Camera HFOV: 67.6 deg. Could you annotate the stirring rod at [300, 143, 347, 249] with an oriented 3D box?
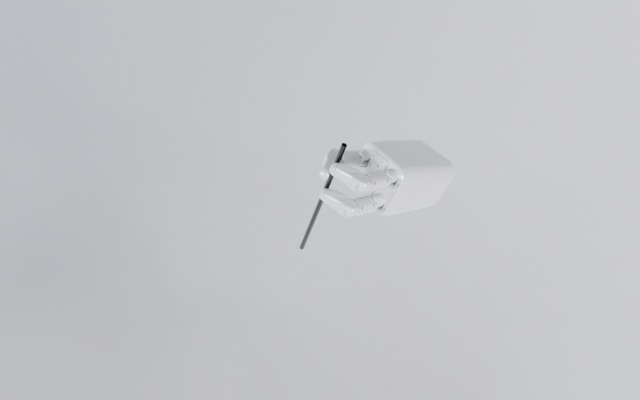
[{"bbox_3d":[0.000,0.002,0.739,0.011,0.011,0.240,0,-41,-21],"label":"stirring rod"}]
